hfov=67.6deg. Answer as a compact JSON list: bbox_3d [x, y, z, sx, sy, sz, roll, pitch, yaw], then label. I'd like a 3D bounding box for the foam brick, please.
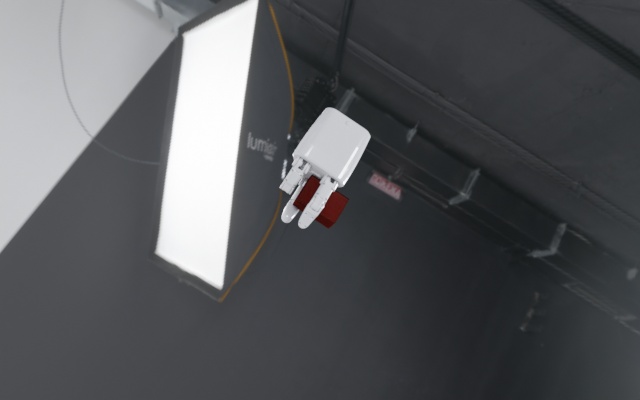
[{"bbox_3d":[0.000,0.003,0.812,0.078,0.051,0.053,33,-17,-4],"label":"foam brick"}]
